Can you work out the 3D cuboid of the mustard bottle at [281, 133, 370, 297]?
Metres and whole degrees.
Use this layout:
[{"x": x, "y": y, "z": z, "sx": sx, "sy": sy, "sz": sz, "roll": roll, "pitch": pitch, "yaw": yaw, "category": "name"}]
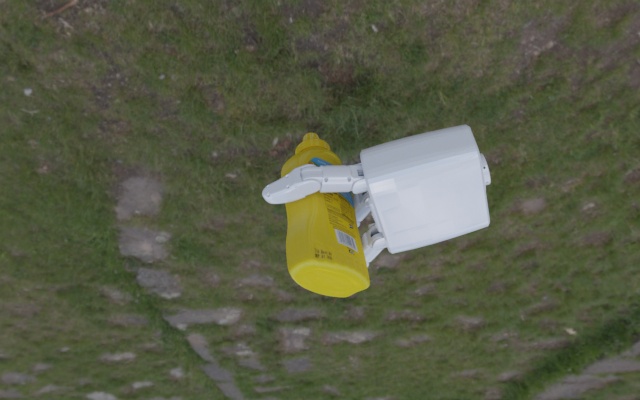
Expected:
[{"x": 0.000, "y": 0.002, "z": 0.514, "sx": 0.058, "sy": 0.191, "sz": 0.096, "roll": -31, "pitch": -41, "yaw": 30, "category": "mustard bottle"}]
